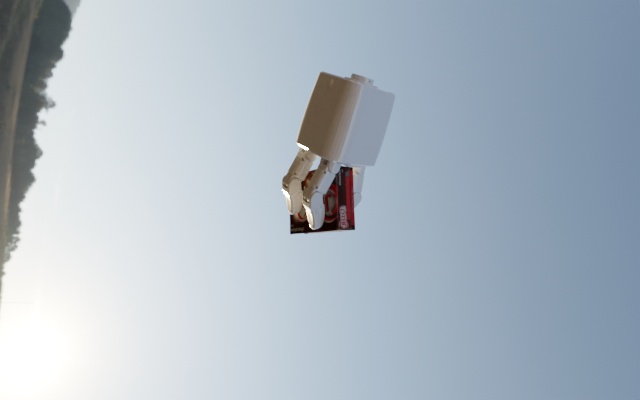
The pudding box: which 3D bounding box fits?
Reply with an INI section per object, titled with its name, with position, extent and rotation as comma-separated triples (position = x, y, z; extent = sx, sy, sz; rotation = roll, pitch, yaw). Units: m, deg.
[pudding box]
position = 0.000, 0.002, 0.691
extent = 0.039, 0.090, 0.113
rotation = 4, -9, -37
